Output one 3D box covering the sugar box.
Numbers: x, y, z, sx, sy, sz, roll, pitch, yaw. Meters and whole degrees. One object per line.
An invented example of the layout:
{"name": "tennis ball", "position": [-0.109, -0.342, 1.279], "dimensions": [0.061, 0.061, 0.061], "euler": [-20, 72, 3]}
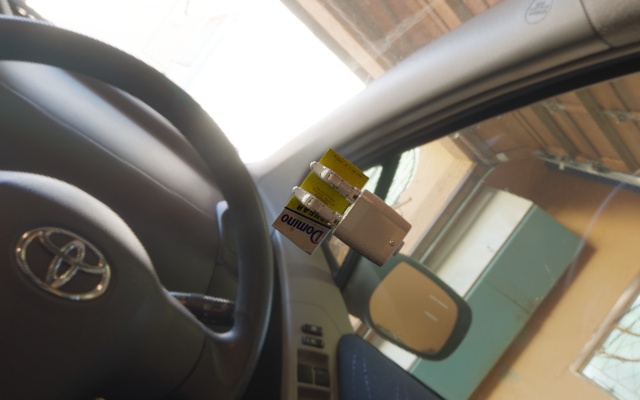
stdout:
{"name": "sugar box", "position": [0.000, 0.003, 0.867], "dimensions": [0.093, 0.176, 0.048], "euler": [37, 0, 5]}
